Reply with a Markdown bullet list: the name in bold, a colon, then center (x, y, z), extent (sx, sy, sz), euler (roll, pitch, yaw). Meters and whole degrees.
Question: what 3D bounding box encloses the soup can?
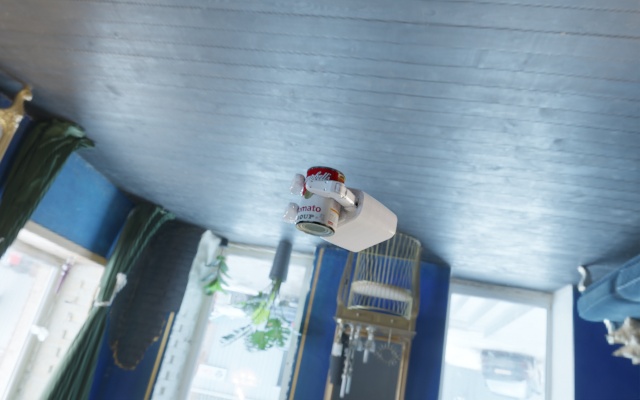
- **soup can**: center (0.000, 0.003, 0.797), extent (0.068, 0.102, 0.068), euler (10, -21, 4)
